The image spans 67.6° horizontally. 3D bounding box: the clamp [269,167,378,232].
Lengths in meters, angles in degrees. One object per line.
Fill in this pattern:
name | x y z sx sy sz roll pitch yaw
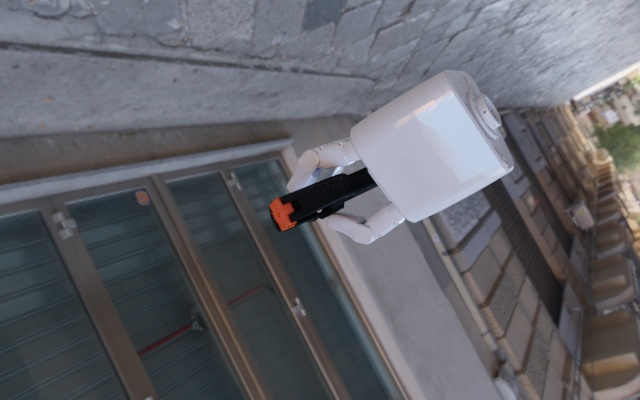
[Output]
clamp | 0.000 0.002 0.522 0.164 0.036 0.210 -31 -5 33
